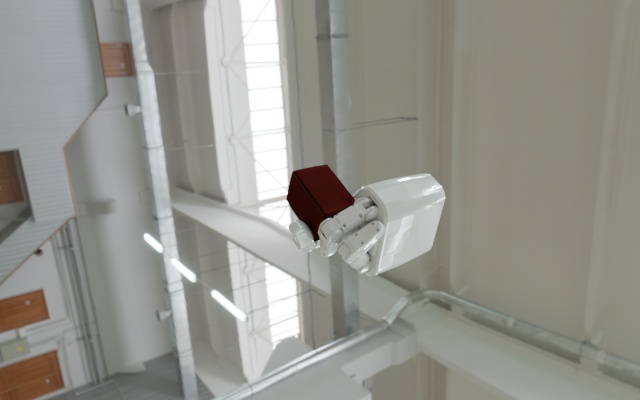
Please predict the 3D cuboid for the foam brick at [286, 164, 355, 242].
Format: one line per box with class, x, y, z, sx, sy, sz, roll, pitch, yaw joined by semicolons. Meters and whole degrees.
foam brick;0.000;0.002;0.595;0.051;0.078;0.053;-16;-35;-30
